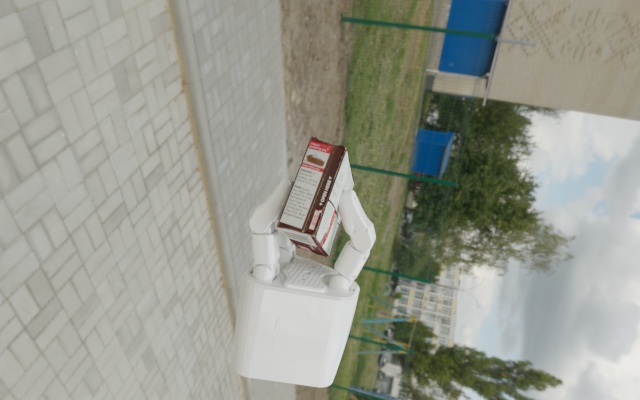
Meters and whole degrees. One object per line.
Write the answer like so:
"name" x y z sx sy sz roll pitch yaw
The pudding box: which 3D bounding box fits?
"pudding box" 0.000 0.002 0.468 0.039 0.090 0.113 17 -12 10
